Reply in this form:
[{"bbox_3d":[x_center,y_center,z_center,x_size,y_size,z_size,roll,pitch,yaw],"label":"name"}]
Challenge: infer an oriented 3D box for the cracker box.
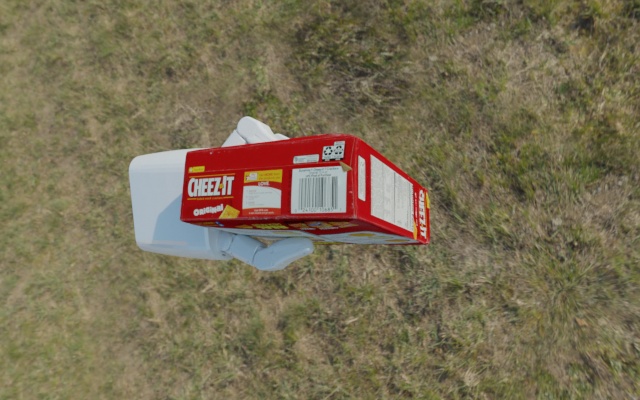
[{"bbox_3d":[0.000,0.002,0.465,0.164,0.072,0.214,-3,-11,26],"label":"cracker box"}]
